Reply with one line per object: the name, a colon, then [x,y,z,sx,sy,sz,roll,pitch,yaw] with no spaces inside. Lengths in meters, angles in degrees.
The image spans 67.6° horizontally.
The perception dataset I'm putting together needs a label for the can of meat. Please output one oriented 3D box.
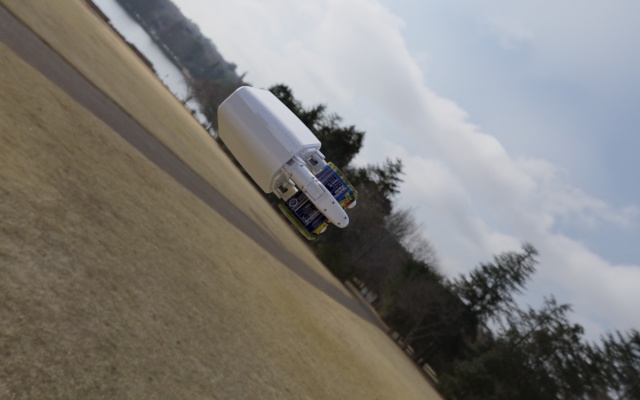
can of meat: [0.000,0.002,0.612,0.084,0.057,0.102,-42,-7,0]
